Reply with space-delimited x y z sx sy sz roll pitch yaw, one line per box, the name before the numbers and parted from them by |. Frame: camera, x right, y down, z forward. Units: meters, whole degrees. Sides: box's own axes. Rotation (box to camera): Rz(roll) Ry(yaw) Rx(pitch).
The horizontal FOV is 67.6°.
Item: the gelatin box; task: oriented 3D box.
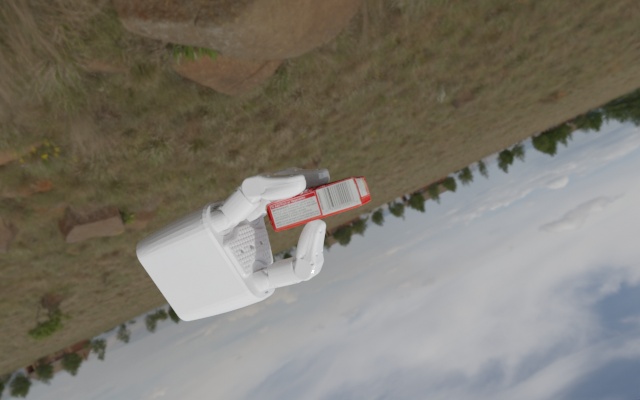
gelatin box | 0.001 0.002 0.465 0.089 0.030 0.073 -17 -1 13
